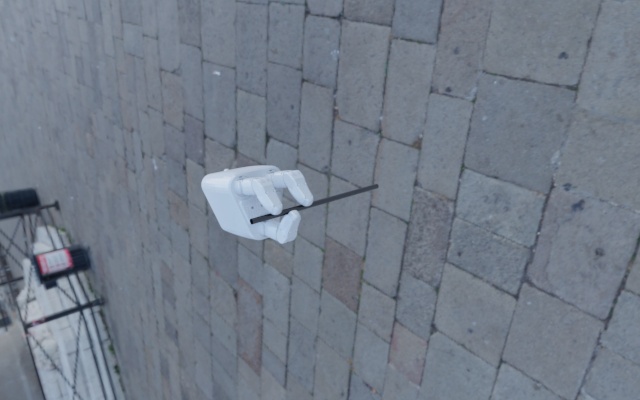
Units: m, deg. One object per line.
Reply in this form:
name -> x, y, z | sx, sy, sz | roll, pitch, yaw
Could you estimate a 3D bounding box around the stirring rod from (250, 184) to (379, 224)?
stirring rod -> 0.000, 0.002, 0.708 | 0.239, 0.011, 0.011 | -16, 10, -37
